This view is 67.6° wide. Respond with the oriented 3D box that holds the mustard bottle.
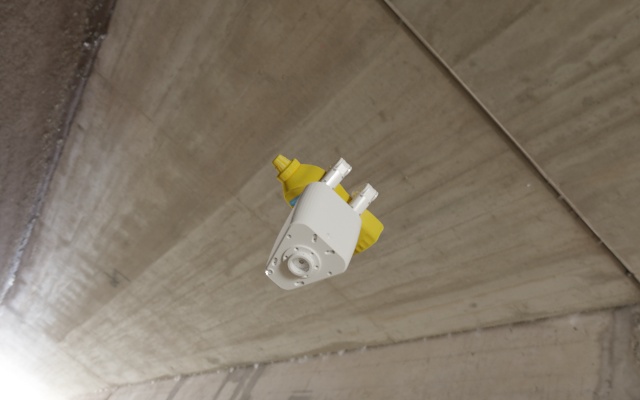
[{"bbox_3d":[0.000,0.002,0.733,0.096,0.191,0.058,-31,19,52],"label":"mustard bottle"}]
